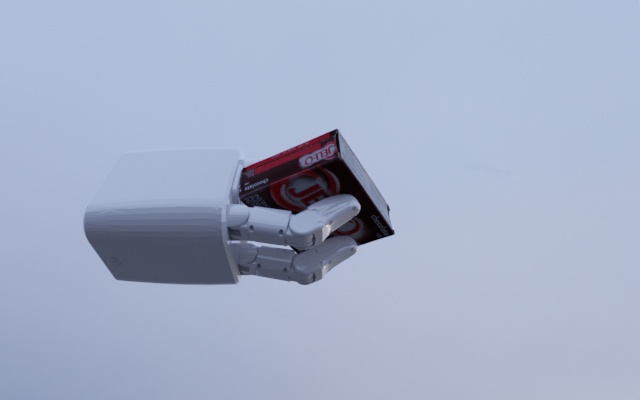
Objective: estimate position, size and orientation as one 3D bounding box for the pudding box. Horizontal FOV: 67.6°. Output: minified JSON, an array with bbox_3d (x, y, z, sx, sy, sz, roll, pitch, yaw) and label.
[{"bbox_3d":[0.000,0.001,0.404,0.090,0.039,0.113,-20,-41,21],"label":"pudding box"}]
